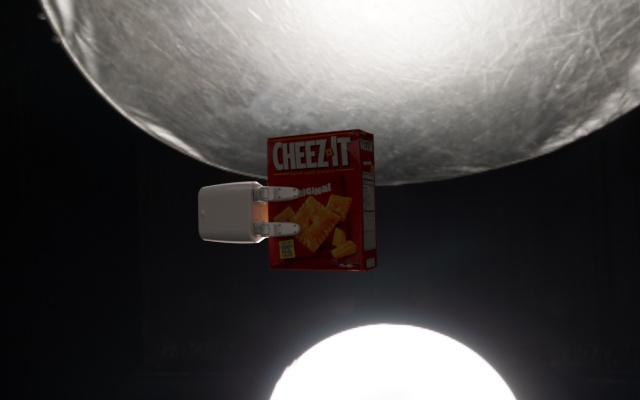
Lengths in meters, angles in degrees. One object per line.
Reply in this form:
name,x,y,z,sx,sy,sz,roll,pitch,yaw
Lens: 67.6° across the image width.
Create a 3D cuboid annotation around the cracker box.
cracker box,0.000,0.003,0.755,0.164,0.213,0.072,-2,-1,25
